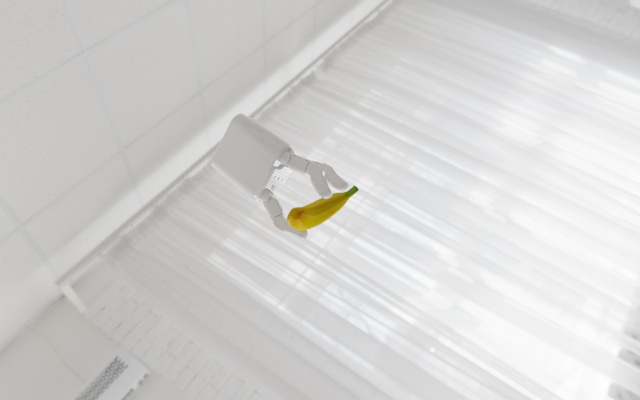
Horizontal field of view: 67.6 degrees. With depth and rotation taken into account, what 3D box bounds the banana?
[{"bbox_3d":[-0.008,0.015,0.766,0.037,0.070,0.197,43,30,13],"label":"banana"}]
